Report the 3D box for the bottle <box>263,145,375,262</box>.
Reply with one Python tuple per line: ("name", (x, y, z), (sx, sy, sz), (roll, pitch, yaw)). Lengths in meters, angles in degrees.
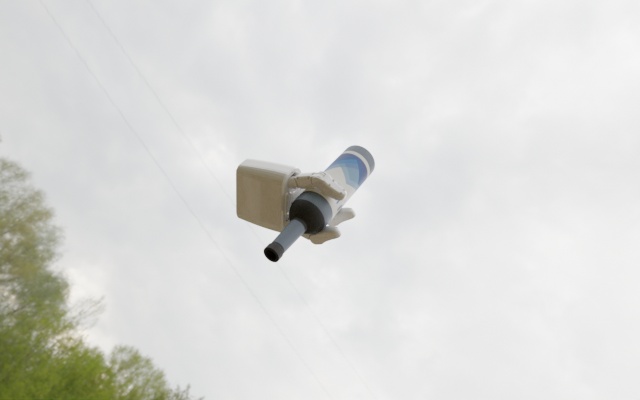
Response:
("bottle", (0.000, 0.002, 0.800), (0.069, 0.069, 0.295), (0, 32, 36))
